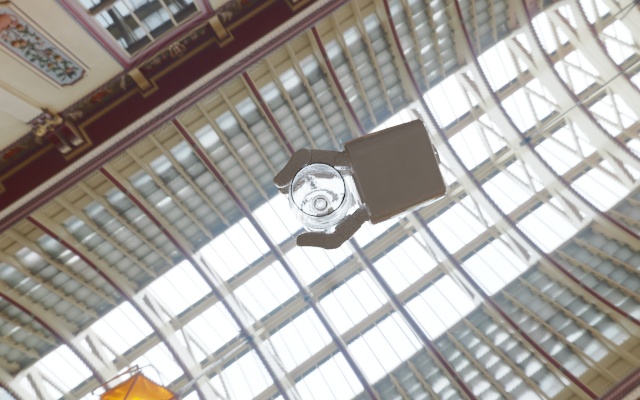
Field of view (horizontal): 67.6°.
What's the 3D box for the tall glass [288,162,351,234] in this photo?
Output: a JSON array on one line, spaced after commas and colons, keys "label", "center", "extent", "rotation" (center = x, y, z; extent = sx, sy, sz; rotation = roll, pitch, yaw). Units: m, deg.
[{"label": "tall glass", "center": [0.000, 0.002, 0.626], "extent": [0.079, 0.079, 0.201], "rotation": [0, -8, 2]}]
